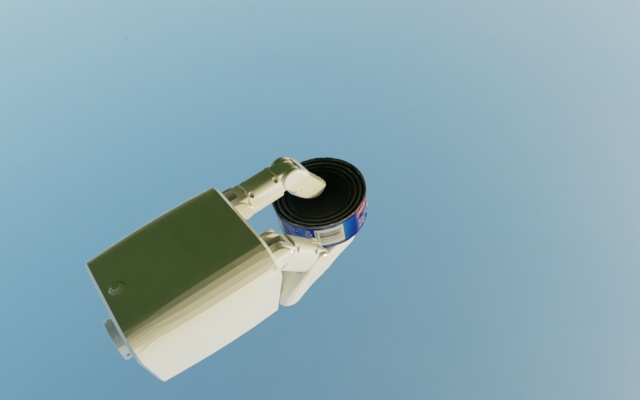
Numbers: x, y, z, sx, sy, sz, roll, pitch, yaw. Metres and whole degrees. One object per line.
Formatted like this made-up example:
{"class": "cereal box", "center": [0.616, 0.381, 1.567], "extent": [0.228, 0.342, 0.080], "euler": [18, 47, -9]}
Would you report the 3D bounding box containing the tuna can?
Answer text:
{"class": "tuna can", "center": [0.000, 0.002, 0.438], "extent": [0.086, 0.086, 0.034], "euler": [0, -42, 10]}
